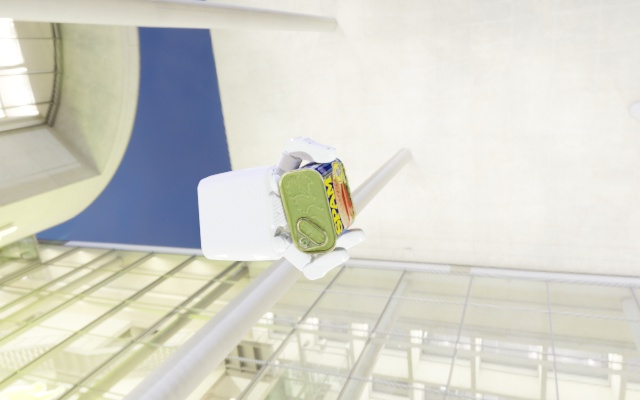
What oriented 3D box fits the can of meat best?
[{"bbox_3d":[0.000,0.002,0.579,0.057,0.102,0.084,-8,14,25],"label":"can of meat"}]
